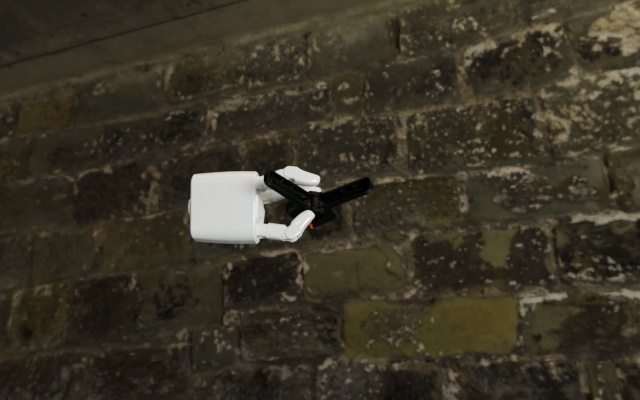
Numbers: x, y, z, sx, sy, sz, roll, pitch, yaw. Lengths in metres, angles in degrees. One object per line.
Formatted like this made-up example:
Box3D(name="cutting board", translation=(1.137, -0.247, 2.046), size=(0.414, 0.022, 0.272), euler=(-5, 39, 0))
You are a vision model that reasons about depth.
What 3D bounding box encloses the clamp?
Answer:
Box3D(name="clamp", translation=(0.000, 0.004, 0.791), size=(0.164, 0.036, 0.210), euler=(3, -21, 3))
